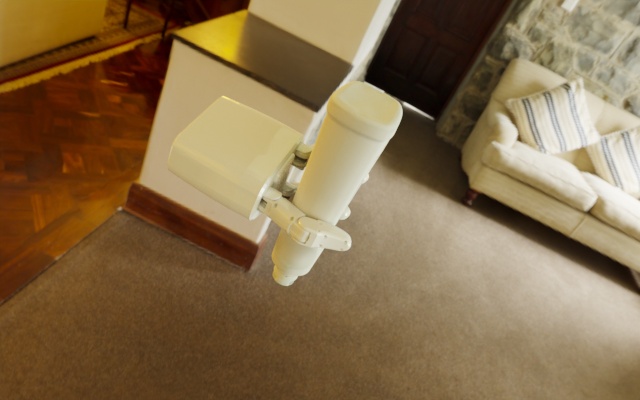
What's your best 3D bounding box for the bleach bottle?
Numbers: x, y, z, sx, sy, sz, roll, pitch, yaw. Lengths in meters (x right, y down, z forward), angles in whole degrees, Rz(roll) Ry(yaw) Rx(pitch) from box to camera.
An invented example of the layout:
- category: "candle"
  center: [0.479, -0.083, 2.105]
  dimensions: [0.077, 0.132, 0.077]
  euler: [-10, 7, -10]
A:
- category: "bleach bottle"
  center: [0.000, 0.002, 0.516]
  dimensions: [0.068, 0.251, 0.102]
  euler: [29, 31, 4]
